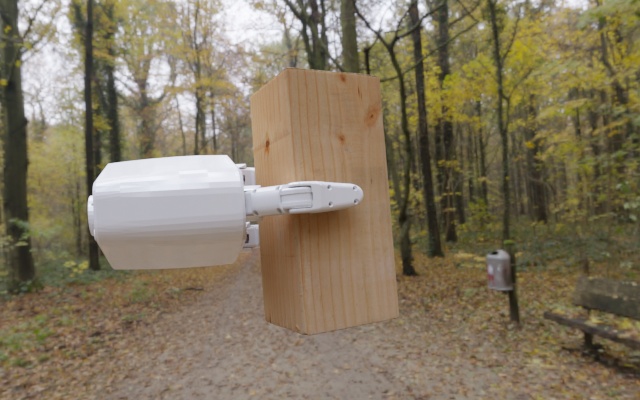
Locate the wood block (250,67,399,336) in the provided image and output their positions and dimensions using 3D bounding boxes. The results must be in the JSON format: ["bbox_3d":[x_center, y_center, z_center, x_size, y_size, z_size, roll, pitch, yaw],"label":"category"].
[{"bbox_3d":[0.000,0.001,0.420,0.090,0.206,0.091,-3,-3,-29],"label":"wood block"}]
